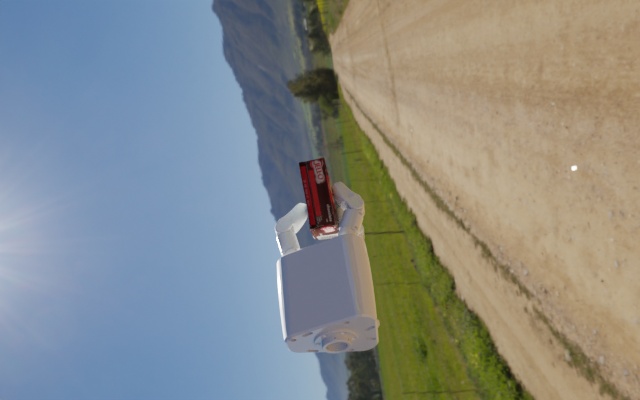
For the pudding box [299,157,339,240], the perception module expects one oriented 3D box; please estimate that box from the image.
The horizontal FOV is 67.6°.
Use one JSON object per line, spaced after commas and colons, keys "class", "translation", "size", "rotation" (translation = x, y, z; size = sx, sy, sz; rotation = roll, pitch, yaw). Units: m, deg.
{"class": "pudding box", "translation": [0.000, 0.002, 0.641], "size": [0.039, 0.090, 0.113], "rotation": [-9, -12, 0]}
